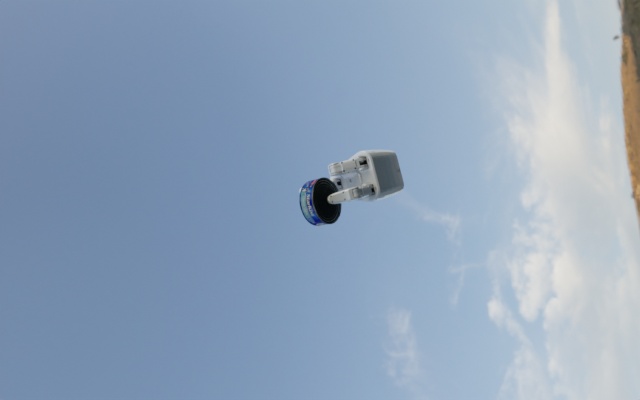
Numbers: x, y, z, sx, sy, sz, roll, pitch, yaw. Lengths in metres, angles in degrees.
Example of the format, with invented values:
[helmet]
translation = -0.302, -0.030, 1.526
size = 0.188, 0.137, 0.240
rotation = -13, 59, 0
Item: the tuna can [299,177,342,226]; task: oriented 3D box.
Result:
[tuna can]
translation = 0.000, 0.003, 0.870
size = 0.034, 0.086, 0.086
rotation = -12, -7, 37
